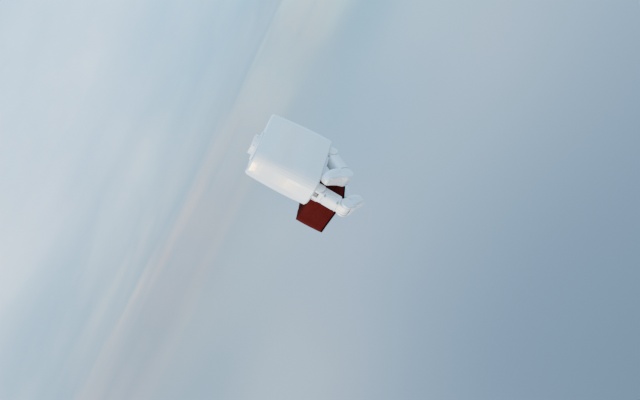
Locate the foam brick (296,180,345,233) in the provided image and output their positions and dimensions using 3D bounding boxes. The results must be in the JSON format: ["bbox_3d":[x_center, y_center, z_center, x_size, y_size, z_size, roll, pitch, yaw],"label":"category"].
[{"bbox_3d":[0.000,0.003,0.794,0.051,0.078,0.053,25,36,-13],"label":"foam brick"}]
